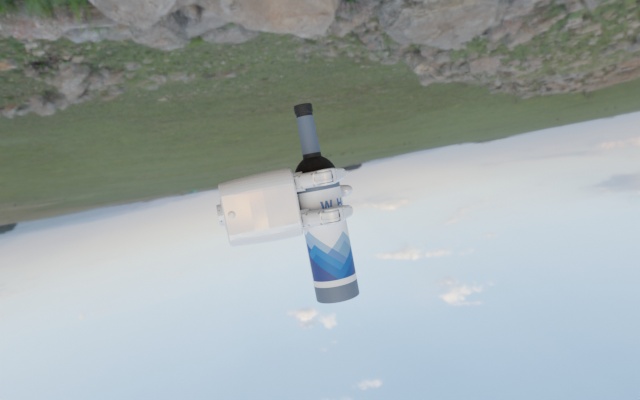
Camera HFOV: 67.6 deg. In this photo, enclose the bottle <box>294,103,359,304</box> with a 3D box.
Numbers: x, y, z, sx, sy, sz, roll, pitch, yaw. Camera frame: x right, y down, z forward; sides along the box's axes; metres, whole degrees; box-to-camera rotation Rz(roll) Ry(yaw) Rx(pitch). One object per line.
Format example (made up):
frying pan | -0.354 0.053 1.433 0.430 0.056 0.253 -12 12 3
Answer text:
bottle | 0.000 0.003 0.719 0.069 0.296 0.069 -10 3 1
